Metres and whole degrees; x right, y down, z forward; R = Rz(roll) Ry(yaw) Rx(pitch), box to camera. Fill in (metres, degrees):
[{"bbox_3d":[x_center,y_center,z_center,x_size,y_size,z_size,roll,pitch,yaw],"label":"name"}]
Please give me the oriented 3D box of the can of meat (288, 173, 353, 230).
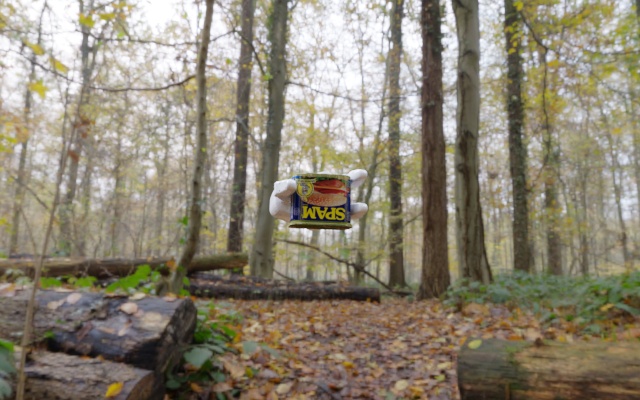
[{"bbox_3d":[0.000,0.002,0.772,0.102,0.084,0.057,3,-11,-10],"label":"can of meat"}]
